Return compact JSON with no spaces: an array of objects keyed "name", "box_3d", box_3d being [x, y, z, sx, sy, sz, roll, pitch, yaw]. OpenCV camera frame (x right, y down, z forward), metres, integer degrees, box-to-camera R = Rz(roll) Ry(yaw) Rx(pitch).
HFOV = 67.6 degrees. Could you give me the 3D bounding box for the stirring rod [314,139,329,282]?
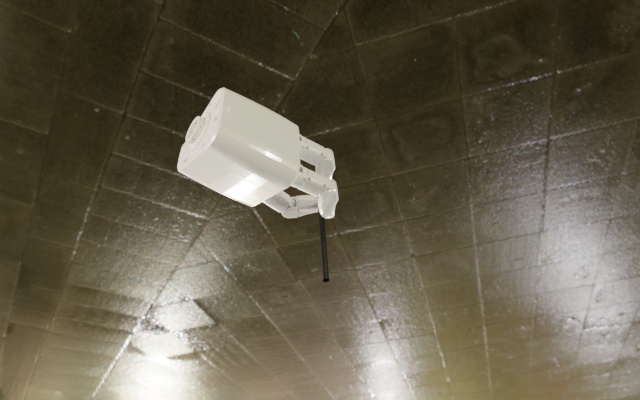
[{"name":"stirring rod","box_3d":[0.000,0.002,0.631,0.011,0.239,0.011,-2,-41,-2]}]
